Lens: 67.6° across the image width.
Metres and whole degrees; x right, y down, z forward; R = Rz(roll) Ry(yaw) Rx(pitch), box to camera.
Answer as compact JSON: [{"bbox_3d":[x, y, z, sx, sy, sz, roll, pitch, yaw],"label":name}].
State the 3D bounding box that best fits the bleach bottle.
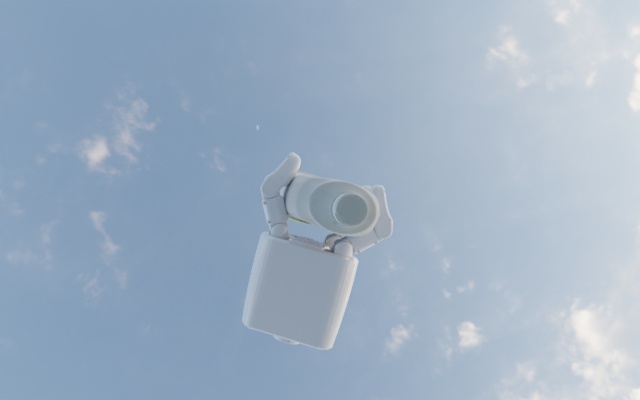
[{"bbox_3d":[0.000,0.002,0.544,0.102,0.068,0.251,15,0,-9],"label":"bleach bottle"}]
